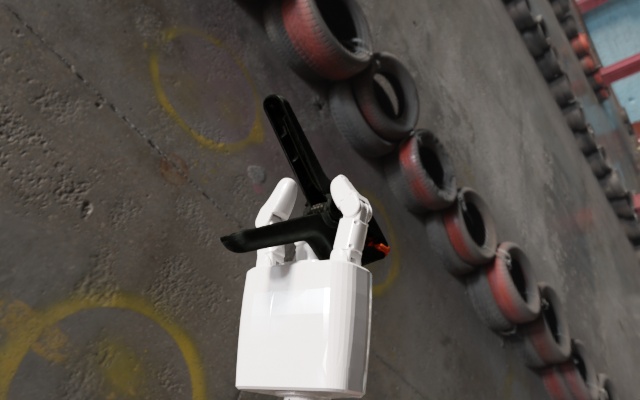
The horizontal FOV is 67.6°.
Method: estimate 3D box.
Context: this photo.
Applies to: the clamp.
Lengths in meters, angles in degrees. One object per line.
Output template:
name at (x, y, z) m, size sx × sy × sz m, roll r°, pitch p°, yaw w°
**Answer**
clamp at (0.001, 0.002, 0.481) m, size 0.036 × 0.164 × 0.210 m, roll -15°, pitch -32°, yaw 40°
